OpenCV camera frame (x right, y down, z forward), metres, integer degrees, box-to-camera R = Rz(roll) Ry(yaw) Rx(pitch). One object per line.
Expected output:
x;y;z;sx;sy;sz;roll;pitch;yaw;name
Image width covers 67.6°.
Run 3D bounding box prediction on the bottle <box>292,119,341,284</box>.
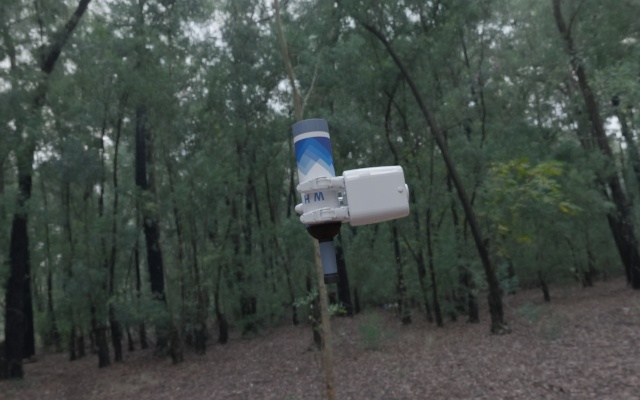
0.000;0.003;0.869;0.069;0.295;0.069;-8;-8;-1;bottle
